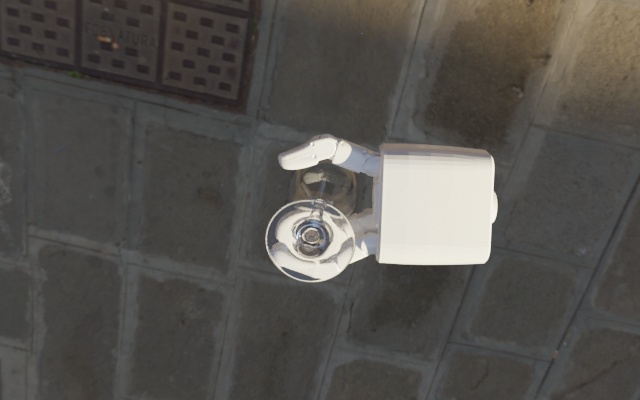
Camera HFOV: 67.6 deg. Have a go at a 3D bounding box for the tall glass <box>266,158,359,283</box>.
[{"bbox_3d":[0.000,0.002,0.482,0.079,0.079,0.201,0,19,5],"label":"tall glass"}]
